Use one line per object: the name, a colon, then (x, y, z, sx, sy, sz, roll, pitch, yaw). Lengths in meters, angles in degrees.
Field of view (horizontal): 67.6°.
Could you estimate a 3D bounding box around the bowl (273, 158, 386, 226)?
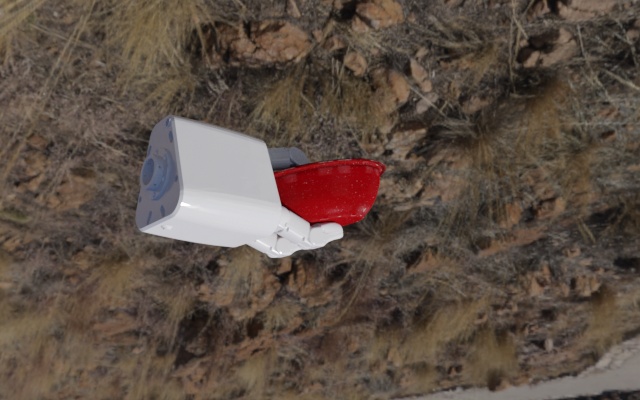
bowl: (0.001, 0.002, 0.552, 0.162, 0.055, 0.162, -10, -10, -2)
